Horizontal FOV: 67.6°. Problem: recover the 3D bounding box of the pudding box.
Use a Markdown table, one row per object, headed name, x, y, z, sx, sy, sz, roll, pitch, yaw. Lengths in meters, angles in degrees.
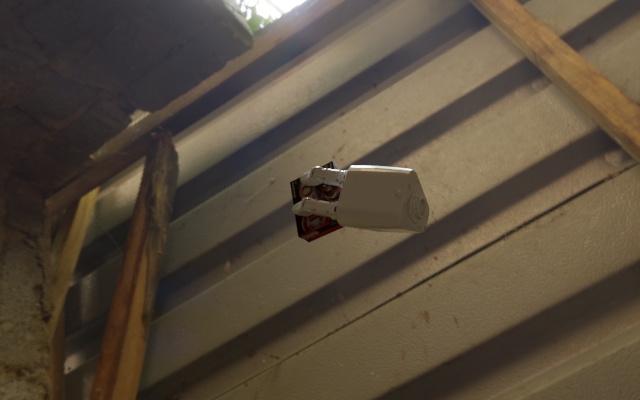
| name | x | y | z | sx | sy | sz | roll | pitch | yaw |
| --- | --- | --- | --- | --- | --- | --- | --- | --- | --- |
| pudding box | 0.000 | 0.003 | 0.802 | 0.090 | 0.113 | 0.039 | -25 | -36 | 21 |
